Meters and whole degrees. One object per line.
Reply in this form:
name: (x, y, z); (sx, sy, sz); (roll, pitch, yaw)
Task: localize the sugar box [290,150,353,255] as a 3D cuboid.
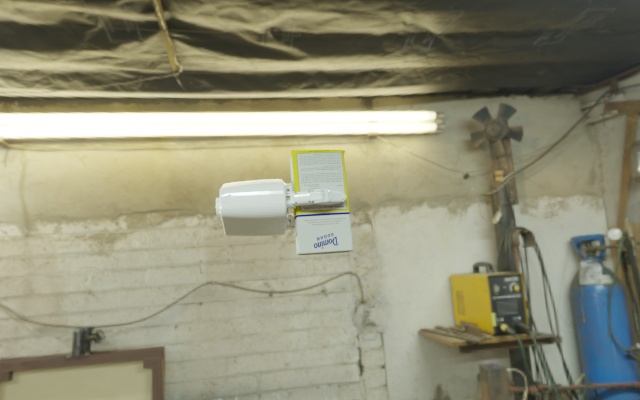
sugar box: (0.000, 0.003, 0.812); (0.093, 0.176, 0.048); (-2, -8, -10)
